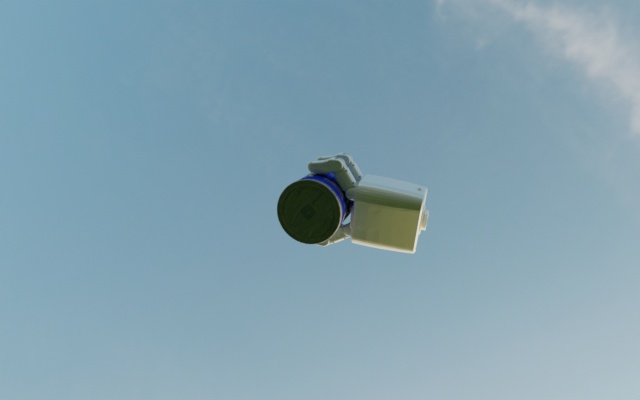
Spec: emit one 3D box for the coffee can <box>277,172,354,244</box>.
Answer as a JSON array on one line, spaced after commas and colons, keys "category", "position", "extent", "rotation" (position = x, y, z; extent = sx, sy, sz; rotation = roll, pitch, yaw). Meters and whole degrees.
[{"category": "coffee can", "position": [0.000, 0.003, 0.792], "extent": [0.103, 0.103, 0.140], "rotation": [0, 13, 16]}]
